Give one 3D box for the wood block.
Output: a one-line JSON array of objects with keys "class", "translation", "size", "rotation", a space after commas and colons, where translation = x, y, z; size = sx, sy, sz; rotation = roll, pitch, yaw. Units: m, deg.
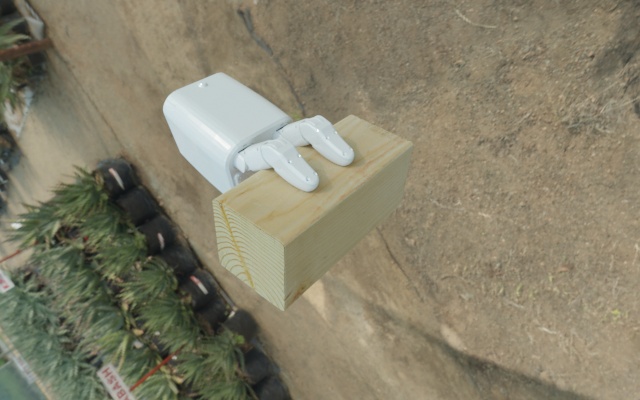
[{"class": "wood block", "translation": [0.000, 0.002, 0.494], "size": [0.090, 0.091, 0.206], "rotation": [30, 47, 27]}]
